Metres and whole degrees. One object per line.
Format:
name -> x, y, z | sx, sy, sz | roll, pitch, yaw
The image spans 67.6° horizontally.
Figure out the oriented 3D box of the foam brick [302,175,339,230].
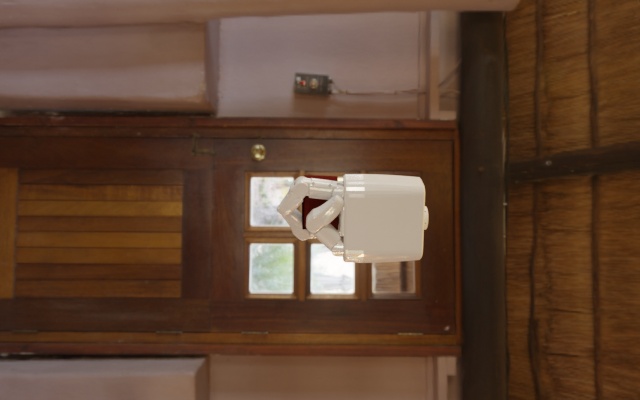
foam brick -> 0.000, 0.002, 0.685 | 0.051, 0.053, 0.078 | 0, 26, 0
